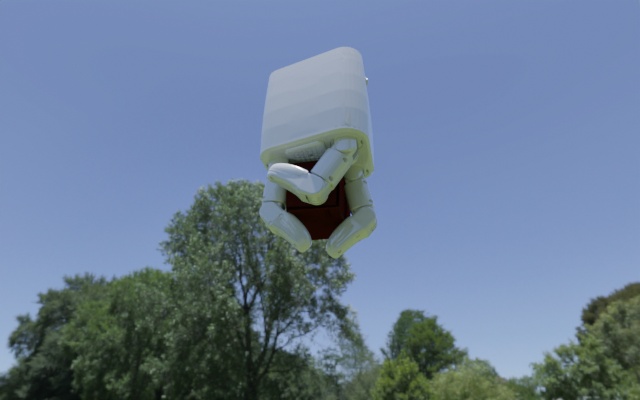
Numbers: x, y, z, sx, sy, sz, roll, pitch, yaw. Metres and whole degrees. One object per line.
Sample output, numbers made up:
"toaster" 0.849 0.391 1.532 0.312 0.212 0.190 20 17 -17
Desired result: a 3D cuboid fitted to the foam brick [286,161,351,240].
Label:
"foam brick" 0.000 0.002 0.482 0.053 0.051 0.078 -5 -27 9
